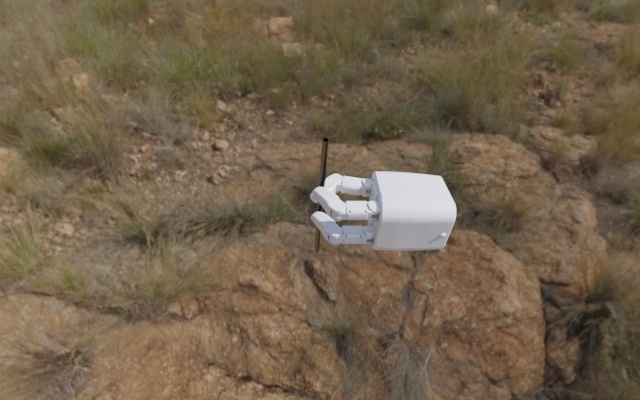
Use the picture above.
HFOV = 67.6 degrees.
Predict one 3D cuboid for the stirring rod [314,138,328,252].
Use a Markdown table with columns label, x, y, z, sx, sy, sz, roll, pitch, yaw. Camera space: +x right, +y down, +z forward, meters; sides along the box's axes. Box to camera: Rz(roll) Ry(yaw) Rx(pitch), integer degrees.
| label | x | y | z | sx | sy | sz | roll | pitch | yaw |
| --- | --- | --- | --- | --- | --- | --- | --- | --- | --- |
| stirring rod | 0.000 | 0.002 | 0.704 | 0.011 | 0.011 | 0.240 | 0 | -42 | -4 |
